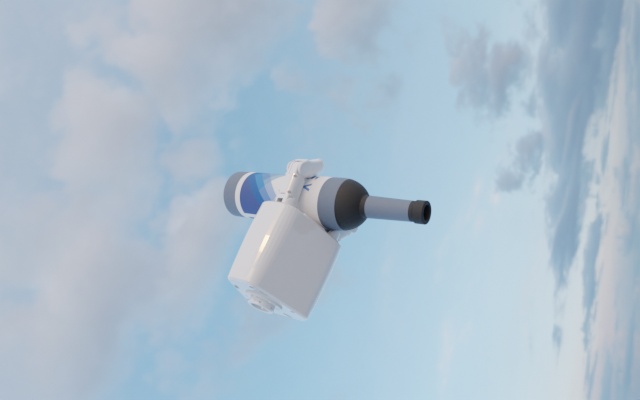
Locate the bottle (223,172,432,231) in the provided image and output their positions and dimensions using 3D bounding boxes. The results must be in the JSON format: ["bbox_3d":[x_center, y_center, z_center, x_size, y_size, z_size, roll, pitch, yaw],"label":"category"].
[{"bbox_3d":[0.000,0.002,0.620,0.295,0.069,0.069,6,3,35],"label":"bottle"}]
